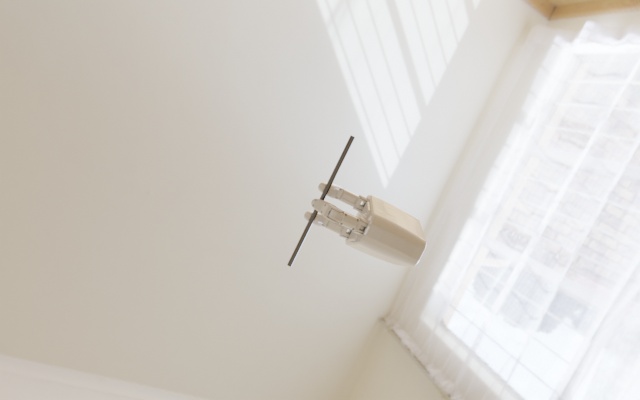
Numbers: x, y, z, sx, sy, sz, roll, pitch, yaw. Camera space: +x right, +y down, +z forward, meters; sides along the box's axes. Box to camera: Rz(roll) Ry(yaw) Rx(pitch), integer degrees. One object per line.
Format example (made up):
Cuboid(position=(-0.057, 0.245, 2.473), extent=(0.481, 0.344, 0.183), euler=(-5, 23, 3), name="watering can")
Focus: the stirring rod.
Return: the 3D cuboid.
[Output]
Cuboid(position=(0.000, 0.003, 0.792), extent=(0.011, 0.239, 0.011), euler=(26, 6, -3), name="stirring rod")
